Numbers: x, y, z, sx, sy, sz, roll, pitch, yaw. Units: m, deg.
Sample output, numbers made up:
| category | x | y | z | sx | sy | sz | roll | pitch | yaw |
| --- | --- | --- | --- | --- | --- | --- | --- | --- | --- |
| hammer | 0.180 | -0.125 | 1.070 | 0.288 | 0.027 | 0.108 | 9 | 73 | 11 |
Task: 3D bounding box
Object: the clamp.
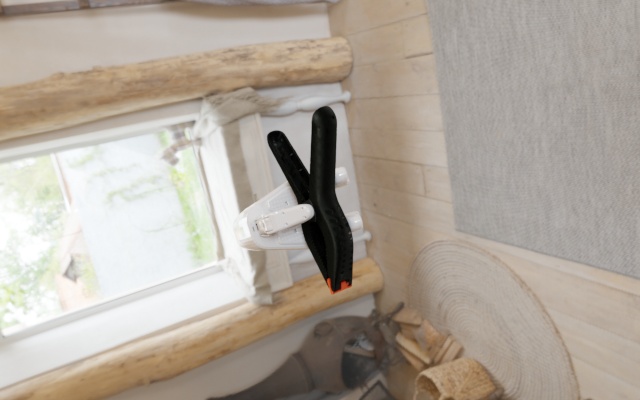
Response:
| category | x | y | z | sx | sy | sz | roll | pitch | yaw |
| --- | --- | --- | --- | --- | --- | --- | --- | --- | --- |
| clamp | -0.001 | 0.003 | 0.534 | 0.036 | 0.210 | 0.164 | -18 | -1 | -22 |
